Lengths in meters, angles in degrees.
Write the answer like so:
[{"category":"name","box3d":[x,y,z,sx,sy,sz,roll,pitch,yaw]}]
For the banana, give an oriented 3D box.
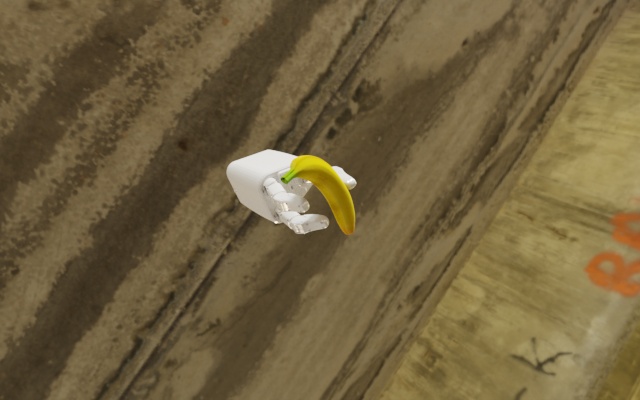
[{"category":"banana","box3d":[0.007,-0.015,0.725,0.037,0.069,0.198,18,-15,42]}]
